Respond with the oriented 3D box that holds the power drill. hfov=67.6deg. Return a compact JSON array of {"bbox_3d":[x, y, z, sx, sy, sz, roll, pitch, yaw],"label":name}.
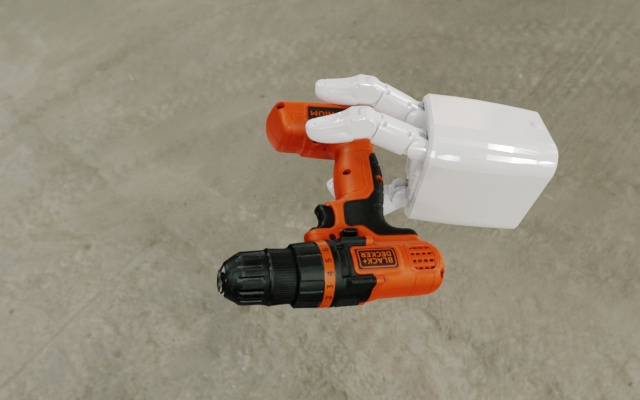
[{"bbox_3d":[0.000,0.001,0.412,0.184,0.187,0.057,1,-31,-20],"label":"power drill"}]
